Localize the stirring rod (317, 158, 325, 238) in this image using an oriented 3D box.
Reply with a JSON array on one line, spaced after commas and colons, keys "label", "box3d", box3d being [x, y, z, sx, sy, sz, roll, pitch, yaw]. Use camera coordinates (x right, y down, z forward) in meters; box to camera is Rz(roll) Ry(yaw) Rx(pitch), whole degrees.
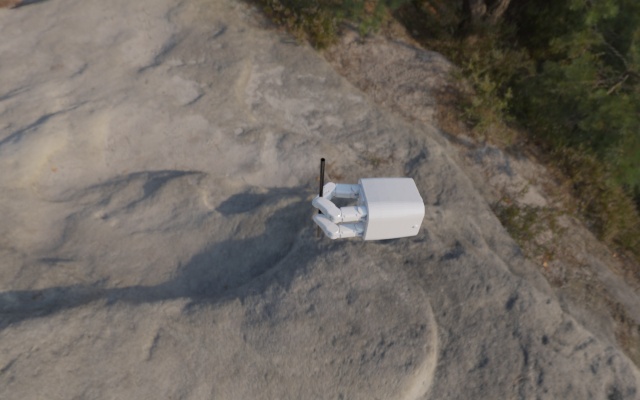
[{"label": "stirring rod", "box3d": [0.000, 0.003, 0.892, 0.011, 0.011, 0.240, 0, -36, -2]}]
